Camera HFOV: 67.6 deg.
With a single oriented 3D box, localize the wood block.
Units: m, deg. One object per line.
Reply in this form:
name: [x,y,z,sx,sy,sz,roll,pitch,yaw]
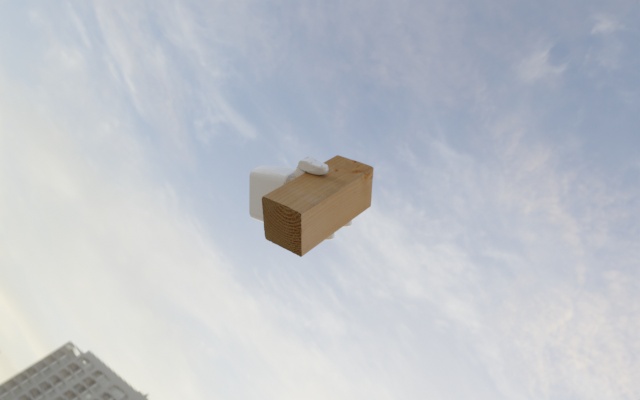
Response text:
wood block: [0.000,0.002,0.863,0.090,0.091,0.206,23,38,33]
